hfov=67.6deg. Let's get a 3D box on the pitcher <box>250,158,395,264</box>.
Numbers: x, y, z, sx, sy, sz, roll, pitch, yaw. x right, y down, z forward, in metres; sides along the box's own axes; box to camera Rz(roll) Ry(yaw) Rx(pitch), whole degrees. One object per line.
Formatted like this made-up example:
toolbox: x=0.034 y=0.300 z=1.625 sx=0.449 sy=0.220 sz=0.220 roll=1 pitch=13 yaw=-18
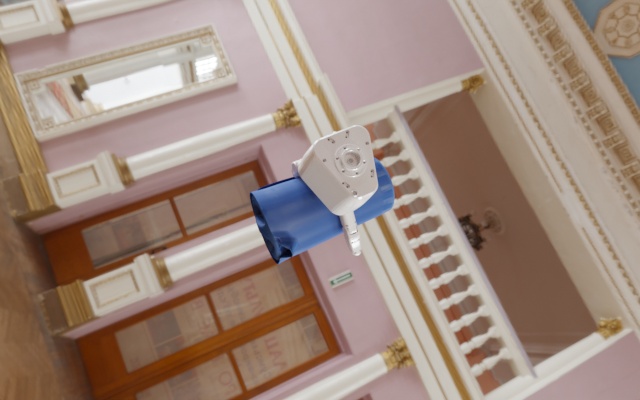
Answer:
pitcher: x=0.000 y=0.003 z=0.861 sx=0.243 sy=0.149 sz=0.145 roll=-21 pitch=-7 yaw=-15
